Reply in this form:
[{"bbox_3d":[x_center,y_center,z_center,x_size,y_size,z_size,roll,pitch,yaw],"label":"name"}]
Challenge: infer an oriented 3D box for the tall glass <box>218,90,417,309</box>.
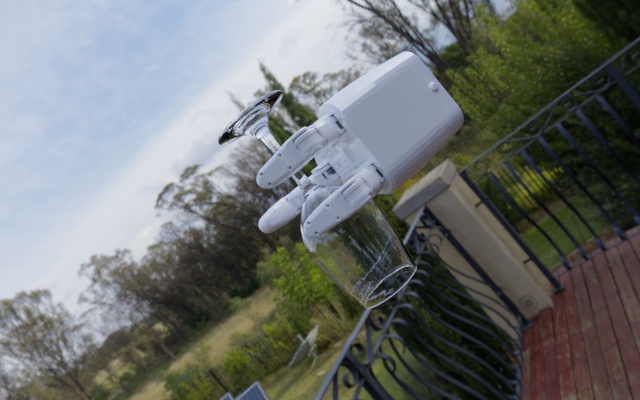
[{"bbox_3d":[0.000,0.001,0.433,0.079,0.201,0.079,-39,0,0],"label":"tall glass"}]
